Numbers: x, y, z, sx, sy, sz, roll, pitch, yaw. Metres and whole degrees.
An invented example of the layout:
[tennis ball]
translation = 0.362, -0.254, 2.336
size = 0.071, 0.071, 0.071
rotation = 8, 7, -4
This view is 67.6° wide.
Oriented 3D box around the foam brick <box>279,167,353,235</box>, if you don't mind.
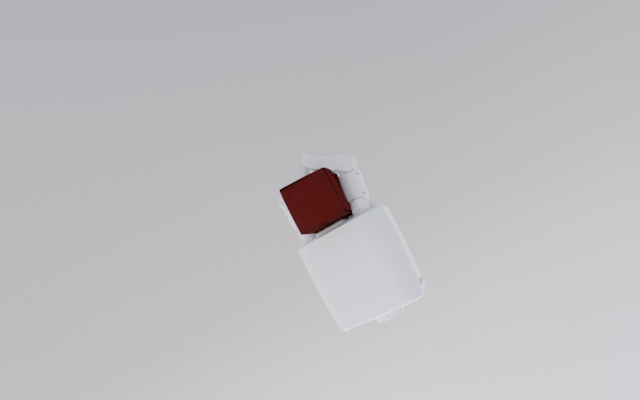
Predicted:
[foam brick]
translation = 0.000, 0.002, 0.506
size = 0.053, 0.051, 0.078
rotation = -27, -8, 11
